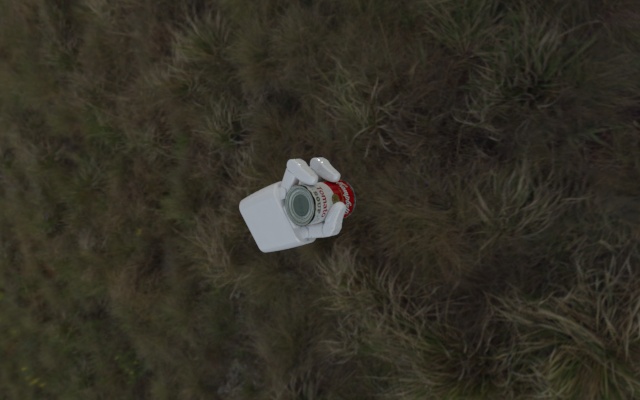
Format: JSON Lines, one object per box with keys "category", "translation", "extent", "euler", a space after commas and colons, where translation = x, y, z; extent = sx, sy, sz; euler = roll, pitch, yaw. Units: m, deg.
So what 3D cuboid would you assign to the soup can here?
{"category": "soup can", "translation": [0.000, 0.003, 0.786], "extent": [0.068, 0.068, 0.102], "euler": [0, 6, 42]}
